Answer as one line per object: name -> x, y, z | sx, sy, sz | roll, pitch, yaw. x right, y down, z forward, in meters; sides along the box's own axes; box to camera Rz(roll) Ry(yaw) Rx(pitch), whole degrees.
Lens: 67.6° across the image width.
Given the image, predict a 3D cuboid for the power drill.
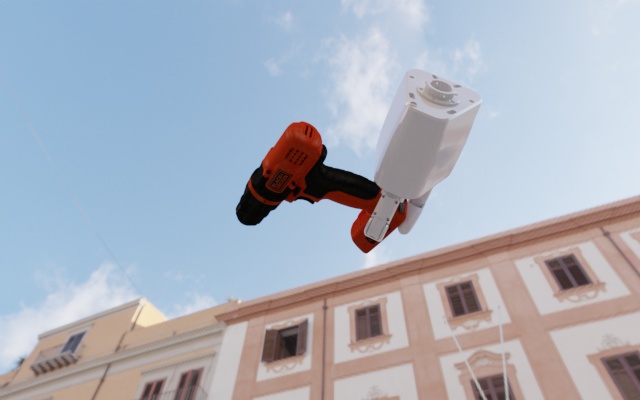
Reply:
power drill -> 0.001, 0.002, 0.609 | 0.188, 0.057, 0.184 | 23, -44, -19
